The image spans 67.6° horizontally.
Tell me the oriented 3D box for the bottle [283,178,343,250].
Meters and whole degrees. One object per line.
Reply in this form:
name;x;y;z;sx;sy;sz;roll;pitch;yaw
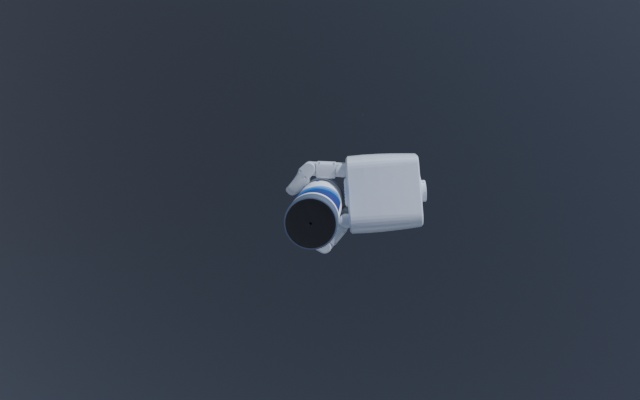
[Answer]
bottle;0.000;0.002;0.722;0.069;0.069;0.295;0;10;5
